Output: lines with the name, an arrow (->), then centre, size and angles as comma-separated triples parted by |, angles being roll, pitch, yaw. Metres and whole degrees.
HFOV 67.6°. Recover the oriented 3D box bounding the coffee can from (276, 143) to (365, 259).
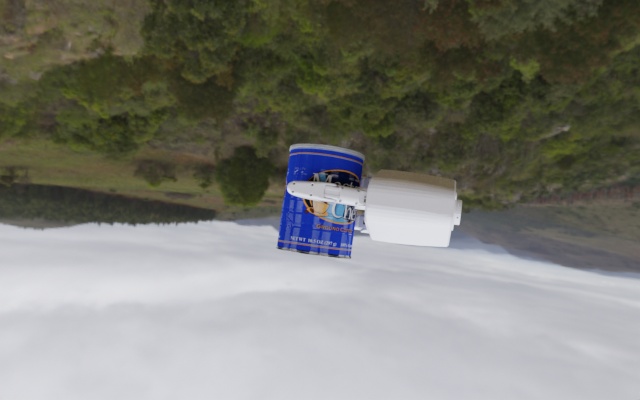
coffee can -> 0.000, 0.002, 0.646 | 0.103, 0.140, 0.103 | 8, -4, 1
